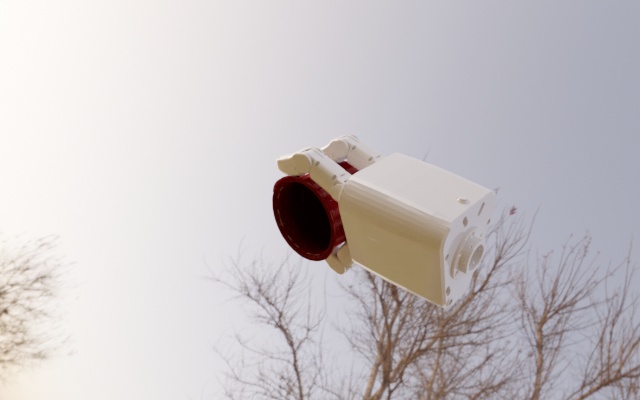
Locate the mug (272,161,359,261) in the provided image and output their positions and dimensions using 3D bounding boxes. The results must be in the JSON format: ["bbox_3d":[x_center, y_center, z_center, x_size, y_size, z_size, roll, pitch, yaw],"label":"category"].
[{"bbox_3d":[-0.001,0.001,0.520,0.117,0.093,0.081,28,39,36],"label":"mug"}]
